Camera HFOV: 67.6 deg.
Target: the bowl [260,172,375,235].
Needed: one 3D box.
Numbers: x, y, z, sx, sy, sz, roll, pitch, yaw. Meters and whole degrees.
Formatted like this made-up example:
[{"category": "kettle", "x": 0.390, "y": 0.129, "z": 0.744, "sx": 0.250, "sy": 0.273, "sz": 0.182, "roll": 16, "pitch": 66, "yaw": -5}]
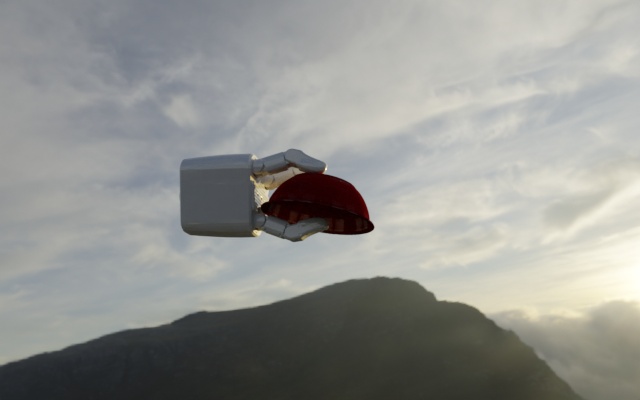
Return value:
[{"category": "bowl", "x": 0.001, "y": 0.002, "z": 0.674, "sx": 0.162, "sy": 0.055, "sz": 0.162, "roll": 10, "pitch": -16, "yaw": 3}]
